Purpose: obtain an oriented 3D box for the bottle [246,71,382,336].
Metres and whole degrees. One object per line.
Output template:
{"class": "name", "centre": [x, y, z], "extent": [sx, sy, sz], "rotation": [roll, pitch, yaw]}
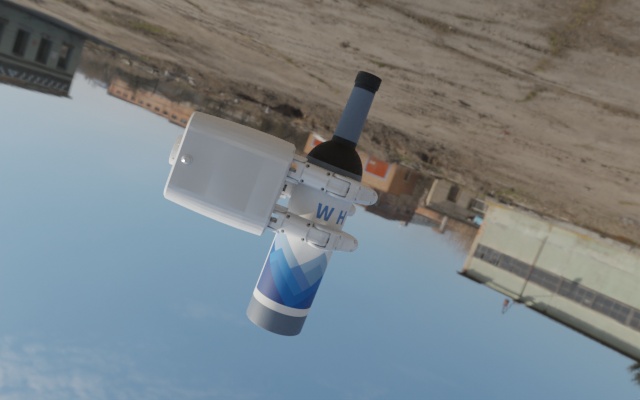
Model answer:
{"class": "bottle", "centre": [0.000, 0.002, 0.529], "extent": [0.069, 0.296, 0.069], "rotation": [21, 6, -2]}
